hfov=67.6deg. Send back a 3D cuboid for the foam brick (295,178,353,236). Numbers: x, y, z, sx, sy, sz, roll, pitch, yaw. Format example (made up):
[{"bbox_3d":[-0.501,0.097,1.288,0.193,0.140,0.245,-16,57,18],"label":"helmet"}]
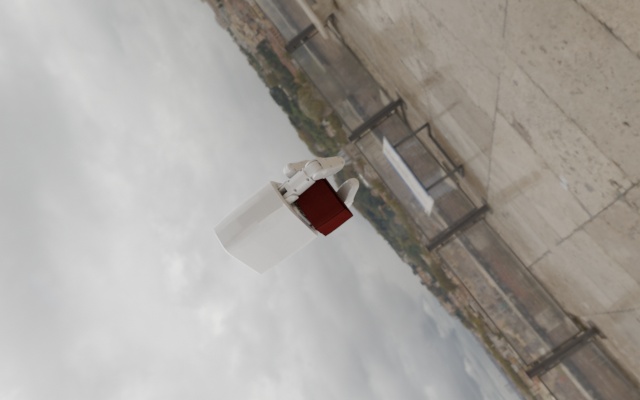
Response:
[{"bbox_3d":[0.000,0.002,0.661,0.051,0.078,0.053,-37,-22,3],"label":"foam brick"}]
